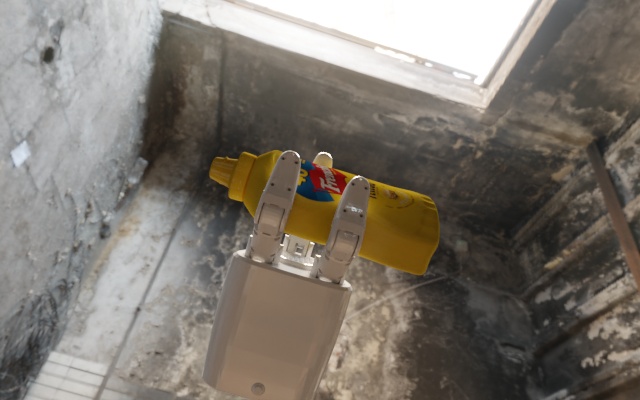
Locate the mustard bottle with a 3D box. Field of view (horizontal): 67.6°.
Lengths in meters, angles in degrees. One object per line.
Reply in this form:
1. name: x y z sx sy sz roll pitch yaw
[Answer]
1. mustard bottle: 0.000 0.001 0.407 0.191 0.058 0.096 17 26 -3
